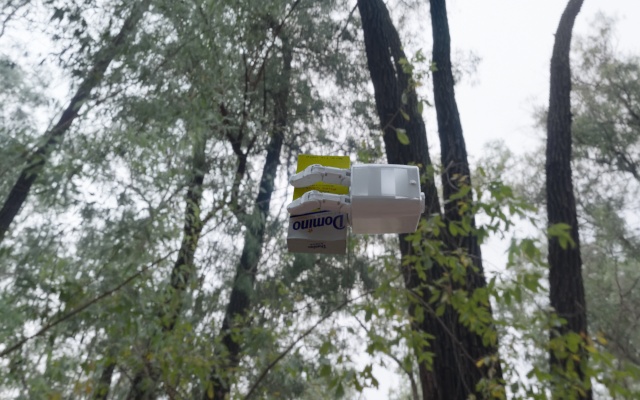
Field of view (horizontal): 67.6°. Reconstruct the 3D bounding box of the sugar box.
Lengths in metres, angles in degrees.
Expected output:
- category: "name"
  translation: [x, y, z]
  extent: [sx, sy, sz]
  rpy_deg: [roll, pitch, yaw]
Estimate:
- category: "sugar box"
  translation: [0.000, 0.002, 0.780]
  extent: [0.093, 0.176, 0.048]
  rpy_deg: [1, -40, 4]
